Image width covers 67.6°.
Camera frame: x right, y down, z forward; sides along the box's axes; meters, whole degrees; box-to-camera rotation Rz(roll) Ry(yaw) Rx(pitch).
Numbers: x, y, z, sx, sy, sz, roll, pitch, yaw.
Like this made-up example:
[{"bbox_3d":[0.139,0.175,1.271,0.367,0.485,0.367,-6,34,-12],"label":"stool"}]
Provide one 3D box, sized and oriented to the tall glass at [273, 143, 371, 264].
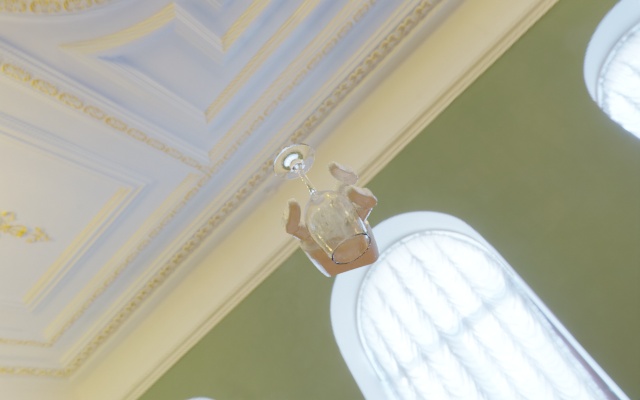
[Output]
[{"bbox_3d":[0.000,0.002,0.721,0.079,0.079,0.201,0,41,-35],"label":"tall glass"}]
